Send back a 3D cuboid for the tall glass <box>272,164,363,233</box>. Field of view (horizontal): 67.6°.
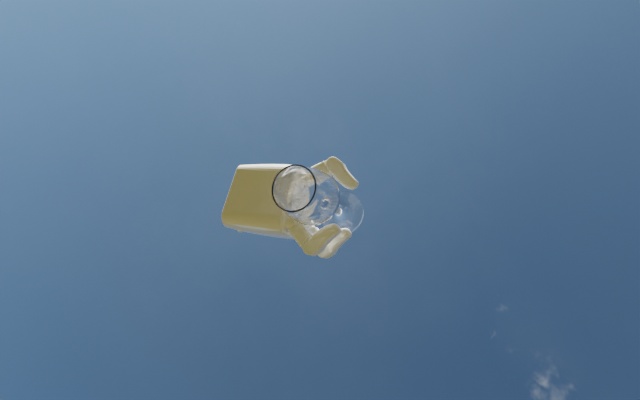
[{"bbox_3d":[0.000,0.002,0.692,0.079,0.079,0.201,0,-11,20],"label":"tall glass"}]
